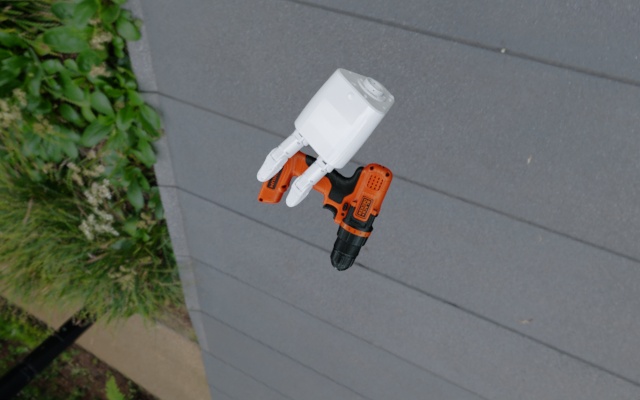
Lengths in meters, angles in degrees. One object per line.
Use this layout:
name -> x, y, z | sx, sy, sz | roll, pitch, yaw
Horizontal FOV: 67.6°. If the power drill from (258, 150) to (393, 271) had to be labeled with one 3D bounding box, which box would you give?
power drill -> 0.000, 0.002, 0.761 | 0.187, 0.184, 0.057 | 23, 13, 3
